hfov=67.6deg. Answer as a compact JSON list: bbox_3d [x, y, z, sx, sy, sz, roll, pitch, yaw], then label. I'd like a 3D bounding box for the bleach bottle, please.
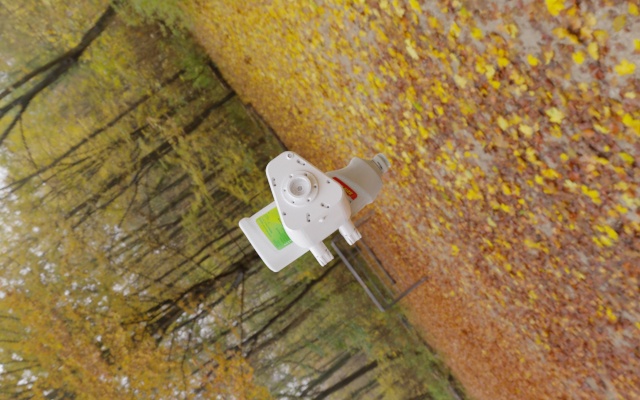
[{"bbox_3d":[0.000,0.003,0.768,0.251,0.102,0.068,-37,-17,-3],"label":"bleach bottle"}]
